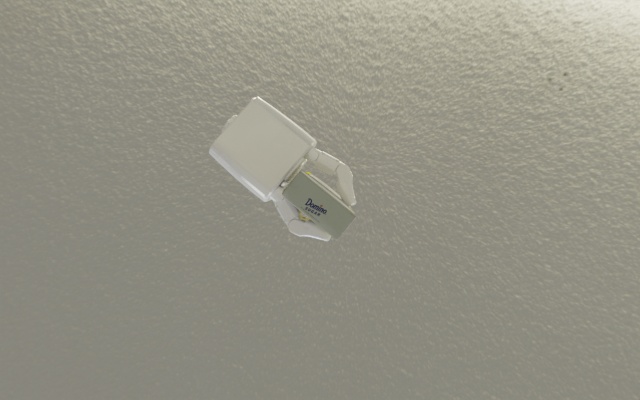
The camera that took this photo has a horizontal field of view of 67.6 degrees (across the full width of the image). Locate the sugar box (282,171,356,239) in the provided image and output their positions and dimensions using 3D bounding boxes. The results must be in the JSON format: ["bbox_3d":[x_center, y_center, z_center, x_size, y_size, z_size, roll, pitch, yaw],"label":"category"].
[{"bbox_3d":[0.000,0.003,0.675,0.093,0.048,0.176,39,6,0],"label":"sugar box"}]
